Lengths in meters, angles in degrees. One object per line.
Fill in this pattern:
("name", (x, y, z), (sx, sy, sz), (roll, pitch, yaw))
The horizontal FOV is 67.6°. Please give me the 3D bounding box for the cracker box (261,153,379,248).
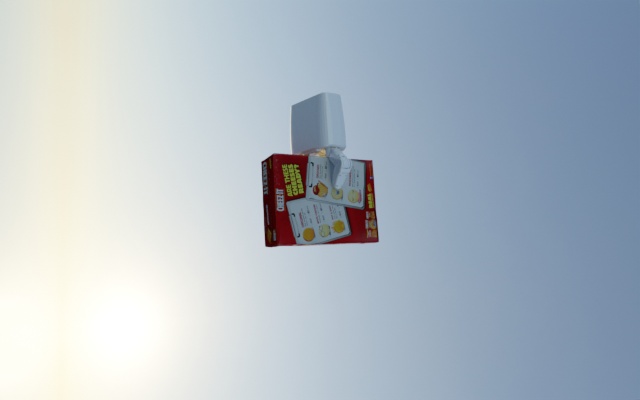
("cracker box", (0.000, 0.003, 0.897), (0.214, 0.164, 0.072), (1, -9, -28))
